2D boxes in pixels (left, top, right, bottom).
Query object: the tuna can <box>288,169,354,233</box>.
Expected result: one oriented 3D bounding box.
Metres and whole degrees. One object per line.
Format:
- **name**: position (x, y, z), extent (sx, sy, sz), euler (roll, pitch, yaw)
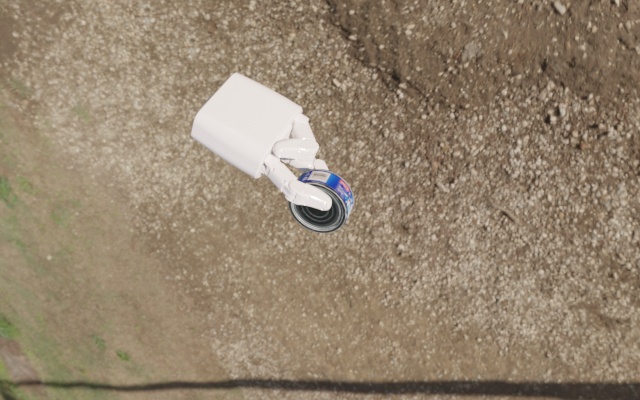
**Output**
- **tuna can**: position (0.000, 0.002, 0.643), extent (0.086, 0.086, 0.033), euler (0, 34, 23)
